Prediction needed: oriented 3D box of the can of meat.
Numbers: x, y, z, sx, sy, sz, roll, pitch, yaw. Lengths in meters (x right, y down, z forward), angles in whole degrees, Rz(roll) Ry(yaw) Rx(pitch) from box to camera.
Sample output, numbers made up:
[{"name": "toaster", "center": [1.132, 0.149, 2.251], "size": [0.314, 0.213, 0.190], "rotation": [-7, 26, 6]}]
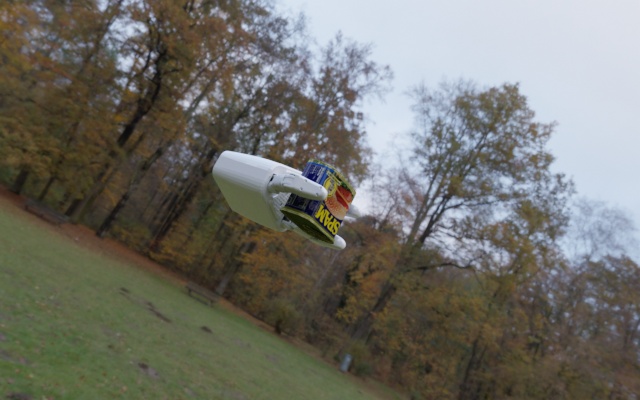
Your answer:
[{"name": "can of meat", "center": [0.000, 0.002, 0.678], "size": [0.057, 0.084, 0.102], "rotation": [17, -17, 34]}]
